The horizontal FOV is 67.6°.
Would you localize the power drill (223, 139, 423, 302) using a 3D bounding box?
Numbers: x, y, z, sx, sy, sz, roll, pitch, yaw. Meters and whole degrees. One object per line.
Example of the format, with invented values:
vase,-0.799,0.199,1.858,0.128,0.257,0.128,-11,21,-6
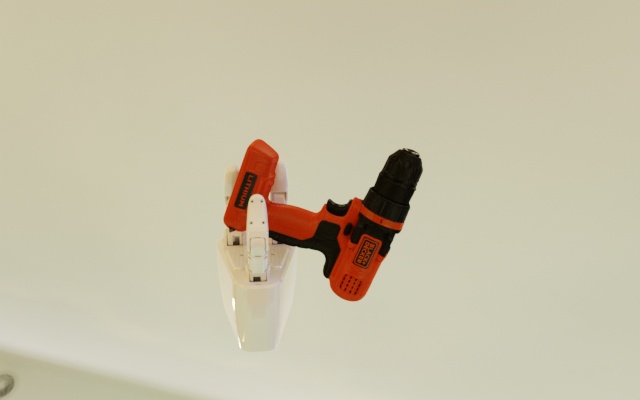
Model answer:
power drill,0.000,0.002,0.529,0.187,0.184,0.057,24,14,4
